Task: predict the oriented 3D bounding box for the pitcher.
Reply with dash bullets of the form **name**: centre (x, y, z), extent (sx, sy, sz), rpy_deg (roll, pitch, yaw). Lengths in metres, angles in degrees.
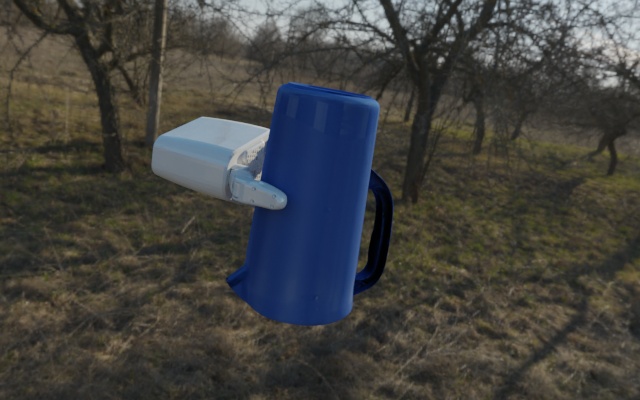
- **pitcher**: centre (0.000, 0.002, 0.528), extent (0.145, 0.243, 0.149), rpy_deg (16, 16, 22)
